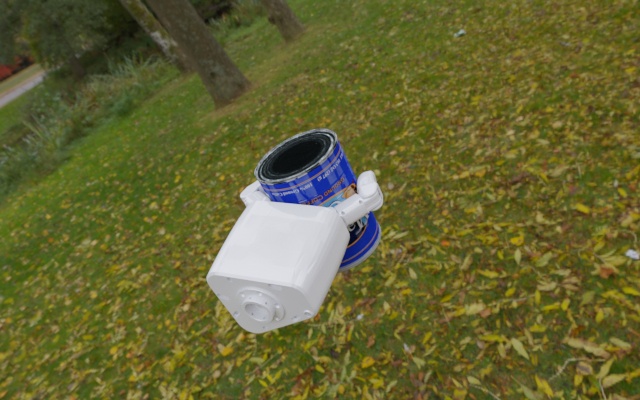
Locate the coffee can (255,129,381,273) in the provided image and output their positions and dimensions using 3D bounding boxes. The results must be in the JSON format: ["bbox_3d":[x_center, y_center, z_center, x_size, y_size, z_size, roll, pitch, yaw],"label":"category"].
[{"bbox_3d":[0.000,0.002,0.566,0.103,0.140,0.102,-21,31,13],"label":"coffee can"}]
